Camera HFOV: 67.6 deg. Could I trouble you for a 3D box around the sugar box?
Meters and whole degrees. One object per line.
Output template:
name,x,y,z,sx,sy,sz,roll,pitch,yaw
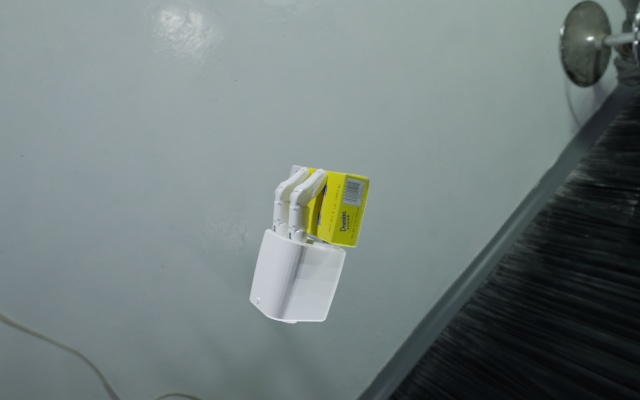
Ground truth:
sugar box,0.000,0.002,0.683,0.048,0.093,0.176,12,1,-29
